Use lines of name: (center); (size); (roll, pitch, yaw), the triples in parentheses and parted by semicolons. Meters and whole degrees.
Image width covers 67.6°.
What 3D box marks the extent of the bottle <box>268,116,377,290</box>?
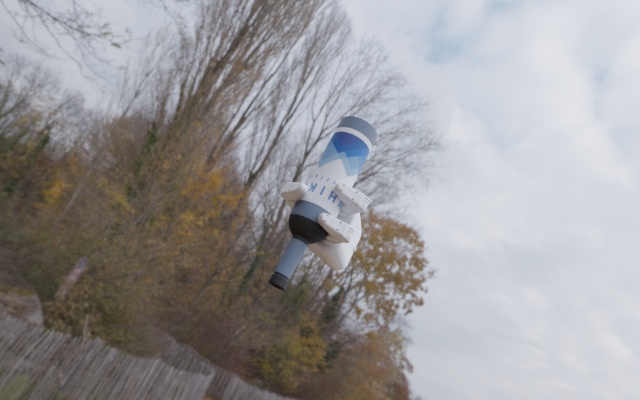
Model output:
bottle: (0.000, 0.002, 0.742); (0.069, 0.295, 0.069); (24, -21, 10)
